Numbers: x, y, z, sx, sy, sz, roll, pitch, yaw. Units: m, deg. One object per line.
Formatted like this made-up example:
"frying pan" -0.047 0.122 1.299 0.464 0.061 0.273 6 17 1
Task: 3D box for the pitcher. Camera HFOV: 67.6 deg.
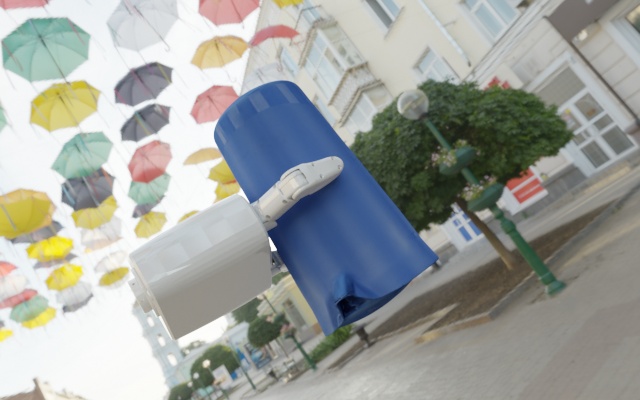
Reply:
"pitcher" 0.000 0.002 0.495 0.145 0.243 0.149 -29 -12 -24
